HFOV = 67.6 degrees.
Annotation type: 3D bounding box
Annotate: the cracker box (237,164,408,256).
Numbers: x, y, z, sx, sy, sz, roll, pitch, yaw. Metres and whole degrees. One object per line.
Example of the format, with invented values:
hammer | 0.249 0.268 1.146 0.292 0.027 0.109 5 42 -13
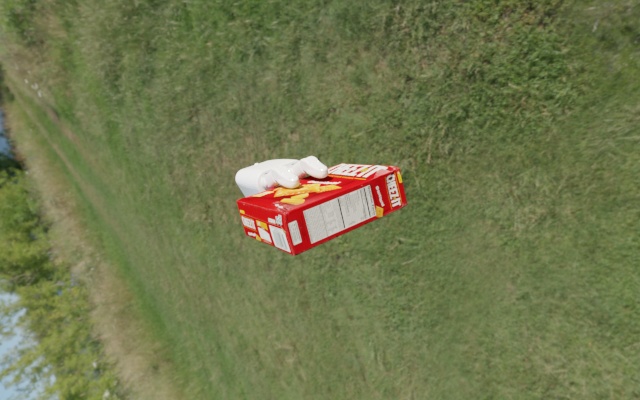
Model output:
cracker box | 0.000 0.003 0.752 0.213 0.072 0.164 -22 18 -28
